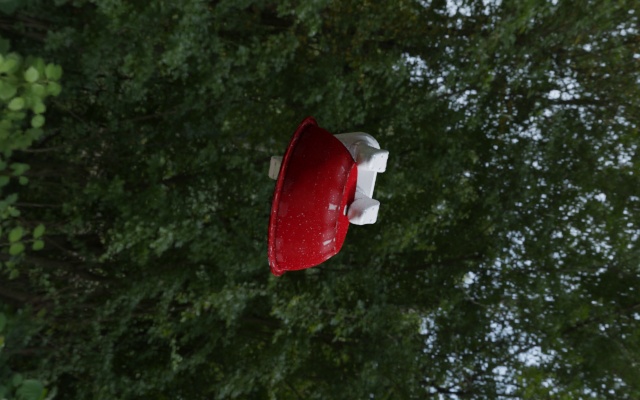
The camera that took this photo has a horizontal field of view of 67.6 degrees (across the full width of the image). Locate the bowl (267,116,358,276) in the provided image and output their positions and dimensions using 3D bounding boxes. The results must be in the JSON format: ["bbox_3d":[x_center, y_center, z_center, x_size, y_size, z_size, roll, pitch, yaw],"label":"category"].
[{"bbox_3d":[0.000,0.002,0.472,0.055,0.162,0.162,12,2,11],"label":"bowl"}]
